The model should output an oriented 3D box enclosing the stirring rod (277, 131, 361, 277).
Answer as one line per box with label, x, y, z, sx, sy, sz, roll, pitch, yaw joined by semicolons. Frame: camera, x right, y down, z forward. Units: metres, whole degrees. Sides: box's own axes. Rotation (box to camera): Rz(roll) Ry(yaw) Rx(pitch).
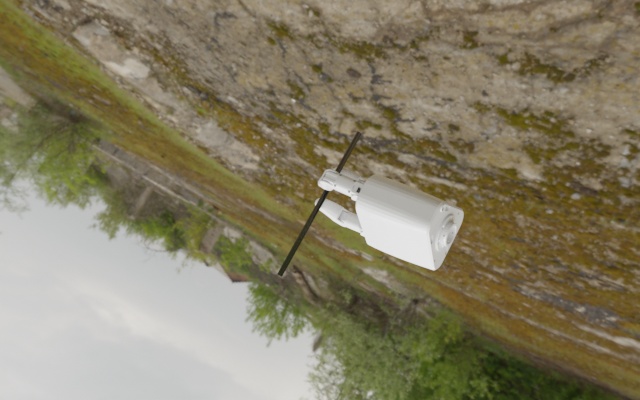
stirring rod;0.000;0.002;0.693;0.011;0.239;0.011;28;-10;5
